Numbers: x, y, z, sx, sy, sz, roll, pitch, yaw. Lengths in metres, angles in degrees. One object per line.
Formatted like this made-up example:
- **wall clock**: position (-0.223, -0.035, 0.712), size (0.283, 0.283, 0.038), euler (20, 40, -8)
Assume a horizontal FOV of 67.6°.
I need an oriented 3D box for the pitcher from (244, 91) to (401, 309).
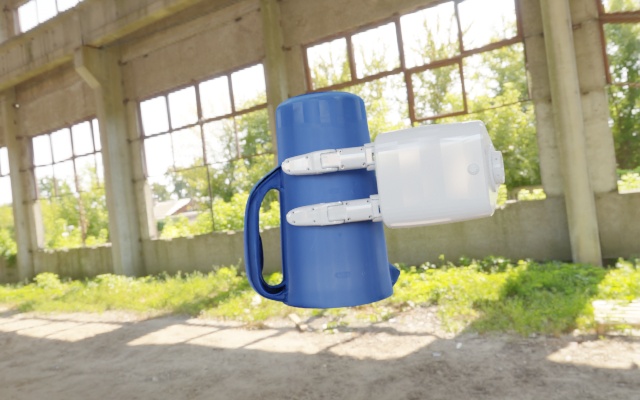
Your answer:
- **pitcher**: position (0.000, 0.002, 0.567), size (0.145, 0.243, 0.149), euler (-6, -1, 28)
